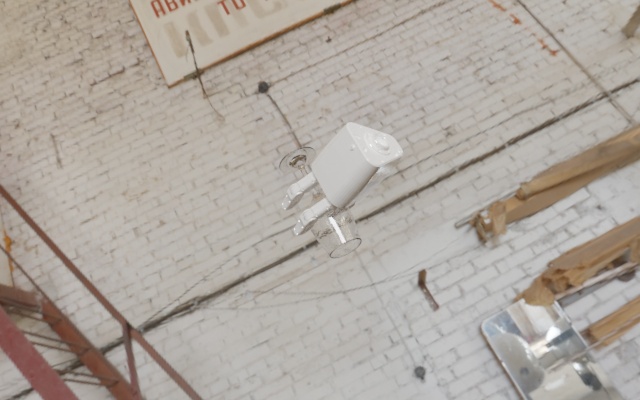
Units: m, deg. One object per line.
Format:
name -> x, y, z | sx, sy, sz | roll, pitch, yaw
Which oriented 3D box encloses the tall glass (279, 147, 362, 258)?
tall glass -> 0.000, 0.002, 0.853 | 0.079, 0.201, 0.079 | -23, -25, -11
